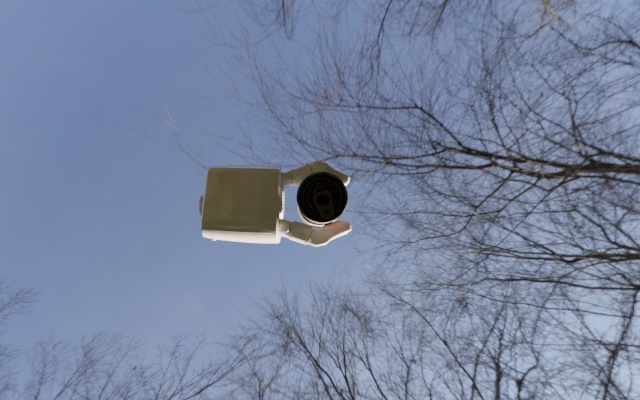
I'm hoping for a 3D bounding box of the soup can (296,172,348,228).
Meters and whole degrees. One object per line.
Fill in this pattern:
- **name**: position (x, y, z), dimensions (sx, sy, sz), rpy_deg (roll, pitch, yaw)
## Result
- **soup can**: position (0.001, 0.002, 0.676), dimensions (0.068, 0.068, 0.102), rpy_deg (0, -7, -3)
